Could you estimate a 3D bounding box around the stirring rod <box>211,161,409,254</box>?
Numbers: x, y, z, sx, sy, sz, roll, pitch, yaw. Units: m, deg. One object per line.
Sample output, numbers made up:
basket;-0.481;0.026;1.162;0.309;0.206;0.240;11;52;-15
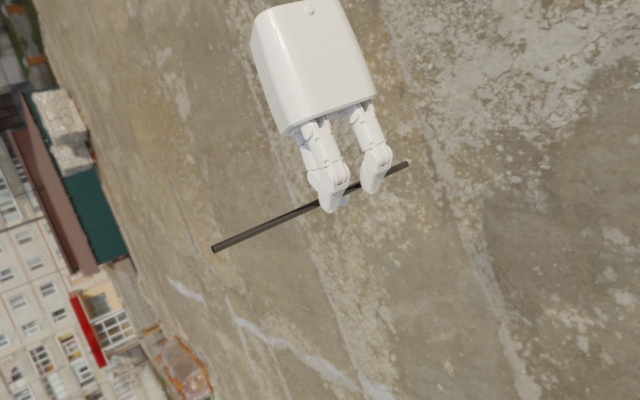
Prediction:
stirring rod;0.000;0.001;0.488;0.239;0.011;0.011;-24;11;-27
